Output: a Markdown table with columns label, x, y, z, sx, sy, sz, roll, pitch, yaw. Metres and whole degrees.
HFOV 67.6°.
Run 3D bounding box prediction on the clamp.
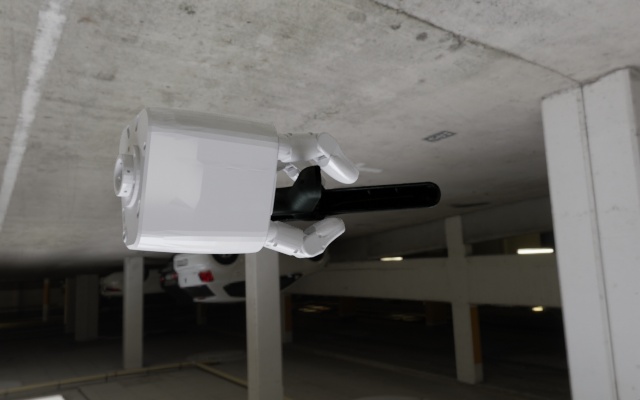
| label | x | y | z | sx | sy | sz | roll | pitch | yaw |
| --- | --- | --- | --- | --- | --- | --- | --- | --- | --- |
| clamp | 0.000 | 0.002 | 0.475 | 0.164 | 0.036 | 0.210 | 4 | -10 | -35 |
